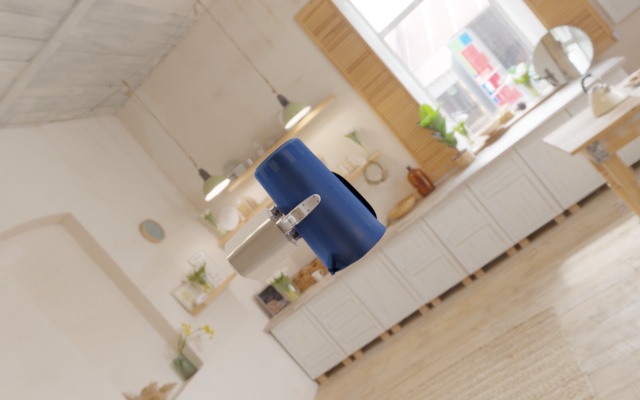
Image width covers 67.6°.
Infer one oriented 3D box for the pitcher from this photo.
[{"bbox_3d":[0.000,0.003,0.879,0.145,0.243,0.149,-41,3,-1],"label":"pitcher"}]
